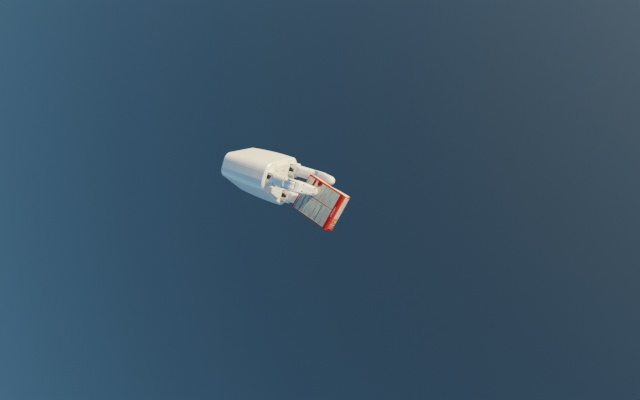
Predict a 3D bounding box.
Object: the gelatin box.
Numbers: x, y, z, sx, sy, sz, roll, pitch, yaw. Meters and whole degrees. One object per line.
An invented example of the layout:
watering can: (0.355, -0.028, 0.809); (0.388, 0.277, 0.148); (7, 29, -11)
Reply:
gelatin box: (0.000, 0.003, 0.894); (0.089, 0.073, 0.030); (33, 9, 28)
